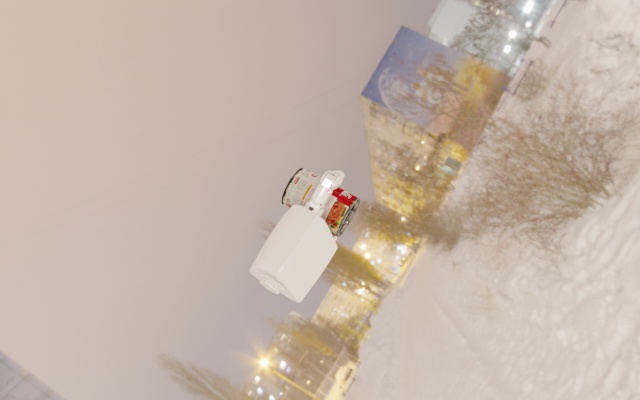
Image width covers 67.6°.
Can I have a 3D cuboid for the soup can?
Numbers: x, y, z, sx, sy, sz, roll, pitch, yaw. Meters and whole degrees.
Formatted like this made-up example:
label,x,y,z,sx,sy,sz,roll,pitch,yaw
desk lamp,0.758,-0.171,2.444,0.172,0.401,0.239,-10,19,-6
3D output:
label,x,y,z,sx,sy,sz,roll,pitch,yaw
soup can,0.000,0.002,0.730,0.102,0.068,0.068,29,6,12
